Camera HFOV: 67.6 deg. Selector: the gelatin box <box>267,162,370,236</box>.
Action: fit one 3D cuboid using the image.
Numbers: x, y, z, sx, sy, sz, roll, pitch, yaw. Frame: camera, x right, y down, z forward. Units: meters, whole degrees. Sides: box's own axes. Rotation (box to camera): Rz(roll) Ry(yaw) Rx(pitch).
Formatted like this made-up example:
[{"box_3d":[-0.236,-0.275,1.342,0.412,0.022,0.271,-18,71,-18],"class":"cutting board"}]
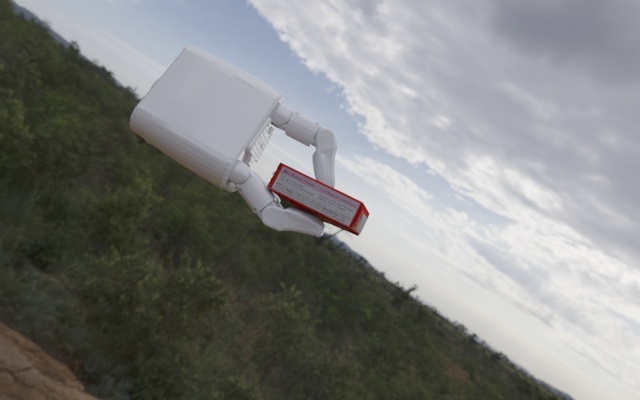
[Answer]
[{"box_3d":[0.001,0.001,0.461,0.089,0.030,0.073,25,-4,13],"class":"gelatin box"}]
